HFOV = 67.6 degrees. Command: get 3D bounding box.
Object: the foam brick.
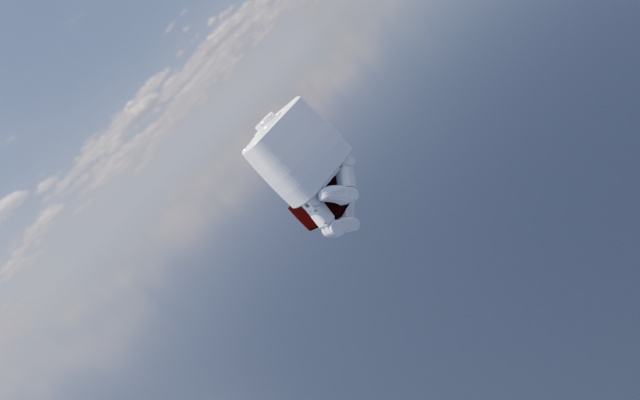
[{"bbox_3d":[0.000,0.003,0.705,0.051,0.053,0.078,45,-37,-16],"label":"foam brick"}]
